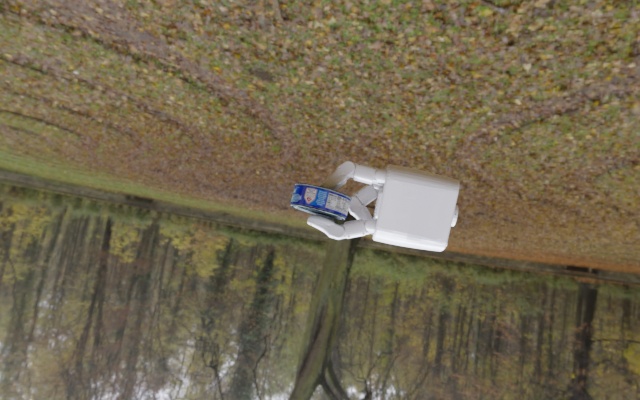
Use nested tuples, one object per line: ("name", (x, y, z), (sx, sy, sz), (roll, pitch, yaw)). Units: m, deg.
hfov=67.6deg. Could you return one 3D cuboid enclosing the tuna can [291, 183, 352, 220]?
("tuna can", (0.000, 0.003, 0.697), (0.086, 0.033, 0.086), (14, -7, 2))
